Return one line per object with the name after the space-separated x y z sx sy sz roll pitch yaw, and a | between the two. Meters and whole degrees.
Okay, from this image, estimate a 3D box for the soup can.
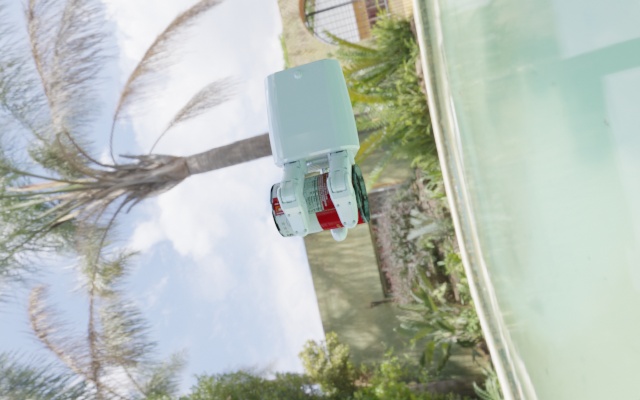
0.000 0.002 0.555 0.102 0.068 0.068 -12 -3 13 | soup can
